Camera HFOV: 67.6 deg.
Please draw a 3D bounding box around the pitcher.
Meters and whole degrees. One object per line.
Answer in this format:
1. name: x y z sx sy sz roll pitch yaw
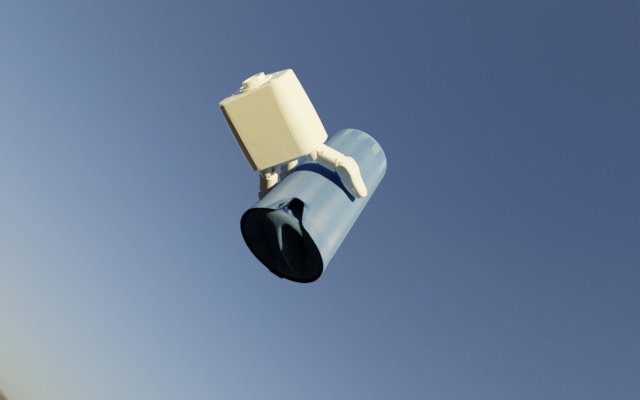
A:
1. pitcher: 0.000 0.002 0.718 0.149 0.145 0.242 -8 30 42
